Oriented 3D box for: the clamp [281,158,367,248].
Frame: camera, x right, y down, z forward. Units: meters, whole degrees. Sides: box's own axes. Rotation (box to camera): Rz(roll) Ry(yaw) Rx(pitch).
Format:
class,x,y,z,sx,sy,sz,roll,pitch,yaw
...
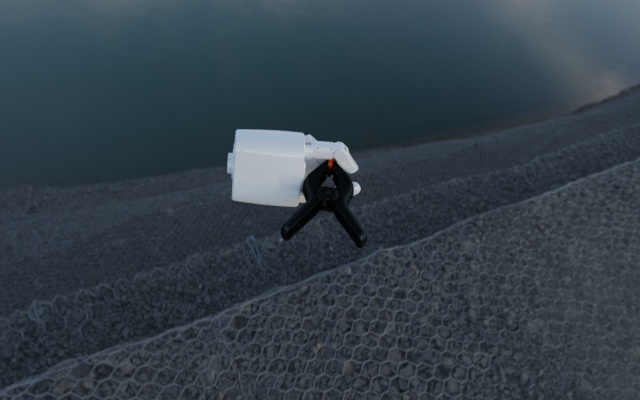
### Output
class,x,y,z,sx,sy,sz,roll,pitch,yaw
clamp,0.000,0.002,0.714,0.120,0.039,0.171,4,43,-9
